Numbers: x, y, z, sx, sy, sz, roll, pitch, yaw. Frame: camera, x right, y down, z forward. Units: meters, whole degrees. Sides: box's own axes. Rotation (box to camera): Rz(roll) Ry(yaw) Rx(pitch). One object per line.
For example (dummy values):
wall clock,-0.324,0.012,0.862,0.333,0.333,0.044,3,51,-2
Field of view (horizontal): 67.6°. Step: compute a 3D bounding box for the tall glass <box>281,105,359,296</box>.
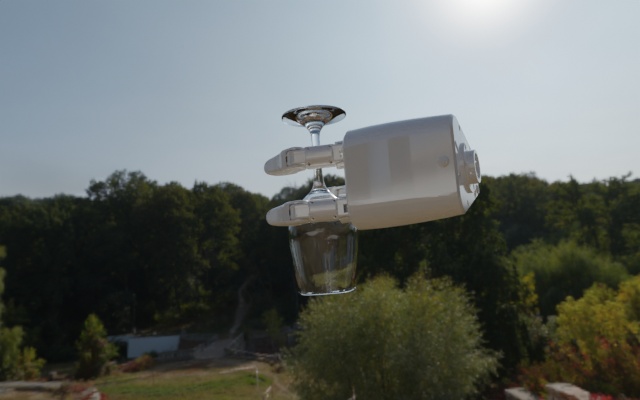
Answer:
tall glass,0.000,0.001,0.531,0.079,0.201,0.079,-4,-8,-1
